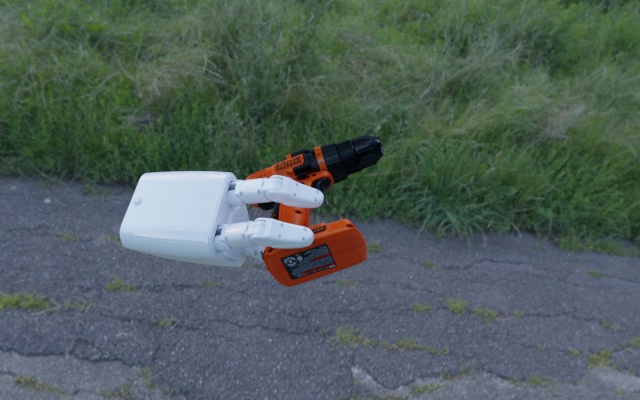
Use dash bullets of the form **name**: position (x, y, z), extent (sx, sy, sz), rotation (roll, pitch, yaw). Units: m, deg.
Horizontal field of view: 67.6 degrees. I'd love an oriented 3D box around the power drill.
- **power drill**: position (0.000, 0.002, 0.555), extent (0.184, 0.057, 0.187), rotation (-21, 35, 7)
